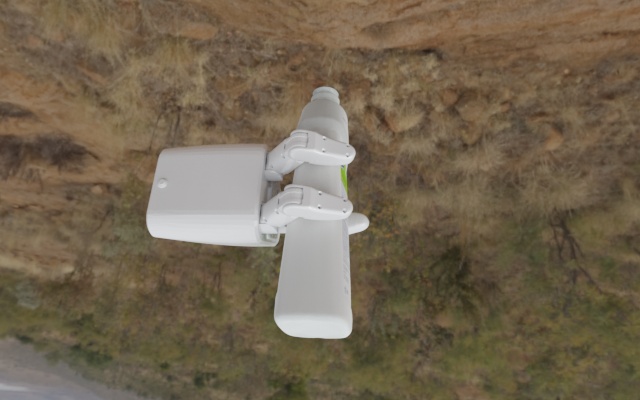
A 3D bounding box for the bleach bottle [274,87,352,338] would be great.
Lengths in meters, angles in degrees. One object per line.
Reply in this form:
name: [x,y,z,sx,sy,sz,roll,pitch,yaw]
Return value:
bleach bottle: [0.000,0.002,0.477,0.068,0.250,0.103,1,-25,6]
